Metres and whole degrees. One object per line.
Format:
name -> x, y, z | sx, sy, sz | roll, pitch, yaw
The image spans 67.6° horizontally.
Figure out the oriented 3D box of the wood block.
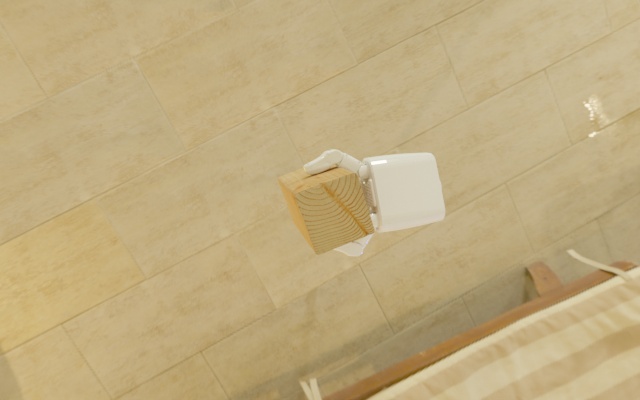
wood block -> 0.000, 0.002, 0.733 | 0.090, 0.091, 0.206 | -20, 12, -8
